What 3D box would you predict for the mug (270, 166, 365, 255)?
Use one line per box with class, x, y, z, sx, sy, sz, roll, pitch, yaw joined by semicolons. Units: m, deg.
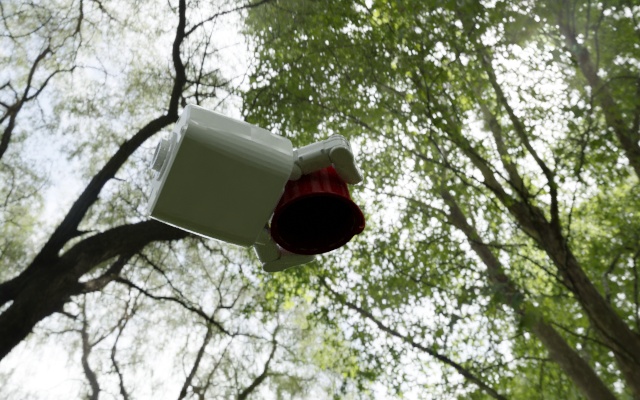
mug;0.001;0.002;0.516;0.117;0.081;0.093;20;-53;-27
